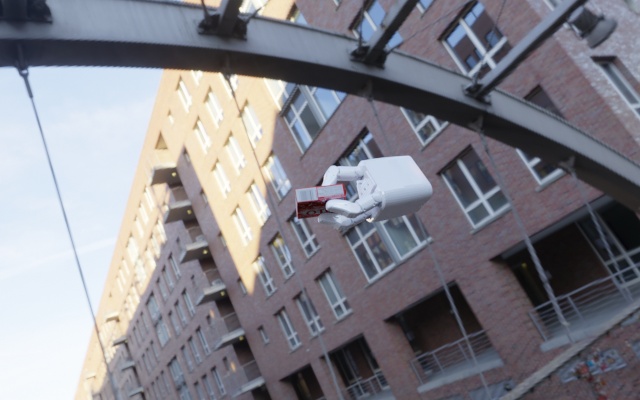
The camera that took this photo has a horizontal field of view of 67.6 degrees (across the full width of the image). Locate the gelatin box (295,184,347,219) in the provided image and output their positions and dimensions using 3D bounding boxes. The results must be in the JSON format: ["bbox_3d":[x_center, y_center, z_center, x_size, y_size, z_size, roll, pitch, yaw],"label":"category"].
[{"bbox_3d":[0.000,0.002,0.859,0.089,0.030,0.073,-7,-25,-5],"label":"gelatin box"}]
